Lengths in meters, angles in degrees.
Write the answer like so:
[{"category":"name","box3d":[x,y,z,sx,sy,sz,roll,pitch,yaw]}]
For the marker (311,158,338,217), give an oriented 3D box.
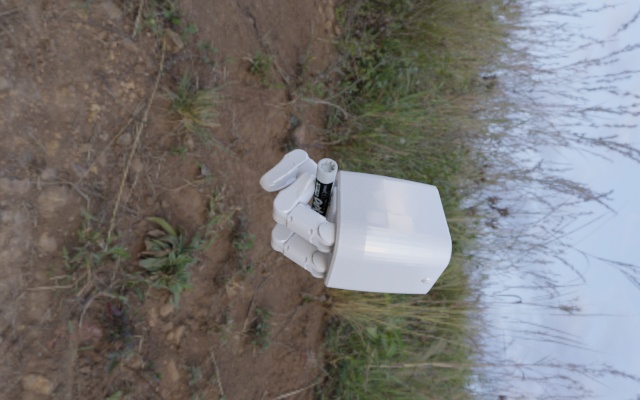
[{"category":"marker","box3d":[0.000,0.002,0.486,0.020,0.020,0.121,0,-33,-8]}]
